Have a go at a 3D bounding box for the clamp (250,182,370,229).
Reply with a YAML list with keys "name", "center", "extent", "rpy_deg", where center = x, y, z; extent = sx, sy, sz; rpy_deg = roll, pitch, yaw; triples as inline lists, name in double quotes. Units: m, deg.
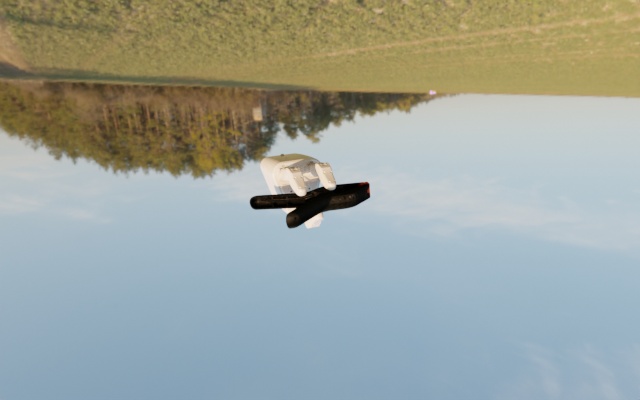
- name: "clamp"
  center: [0.001, 0.003, 0.811]
  extent: [0.210, 0.036, 0.164]
  rpy_deg: [-10, 17, -20]
